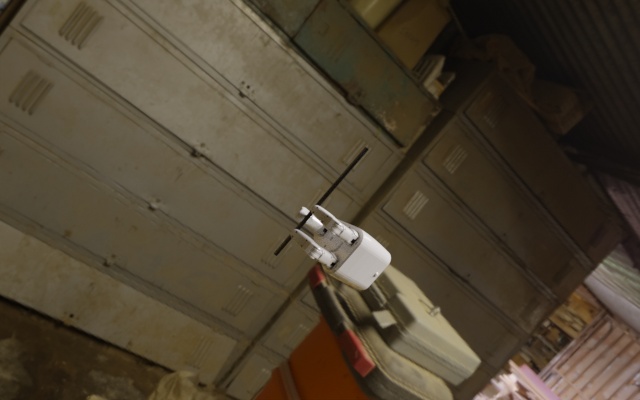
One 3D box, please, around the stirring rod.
[{"bbox_3d":[0.000,0.003,0.815,0.011,0.239,0.011,40,5,-4],"label":"stirring rod"}]
